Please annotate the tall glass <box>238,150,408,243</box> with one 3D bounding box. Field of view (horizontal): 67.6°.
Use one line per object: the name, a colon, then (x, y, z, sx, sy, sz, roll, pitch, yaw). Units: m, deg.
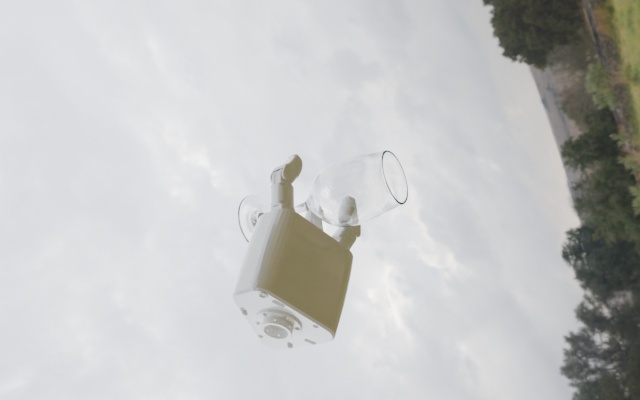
tall glass: (0.000, 0.002, 0.569, 0.201, 0.079, 0.079, -19, -10, 30)
